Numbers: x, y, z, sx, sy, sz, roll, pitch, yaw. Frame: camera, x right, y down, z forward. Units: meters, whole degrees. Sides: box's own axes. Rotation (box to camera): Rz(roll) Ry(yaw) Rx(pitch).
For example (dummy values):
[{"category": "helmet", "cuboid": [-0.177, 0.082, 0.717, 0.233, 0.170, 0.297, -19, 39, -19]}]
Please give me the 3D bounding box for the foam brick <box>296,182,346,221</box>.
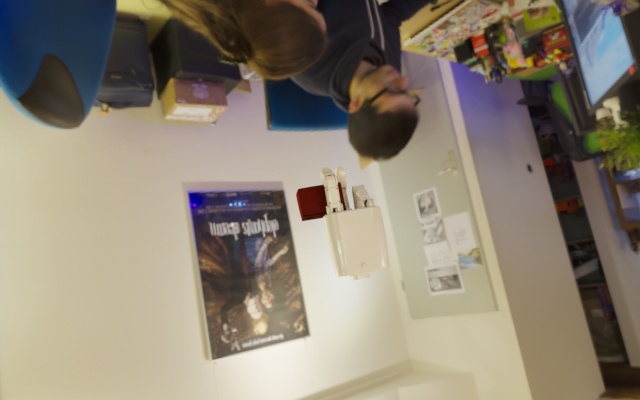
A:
[{"category": "foam brick", "cuboid": [0.000, 0.003, 0.837, 0.078, 0.051, 0.053, -9, -9, -7]}]
